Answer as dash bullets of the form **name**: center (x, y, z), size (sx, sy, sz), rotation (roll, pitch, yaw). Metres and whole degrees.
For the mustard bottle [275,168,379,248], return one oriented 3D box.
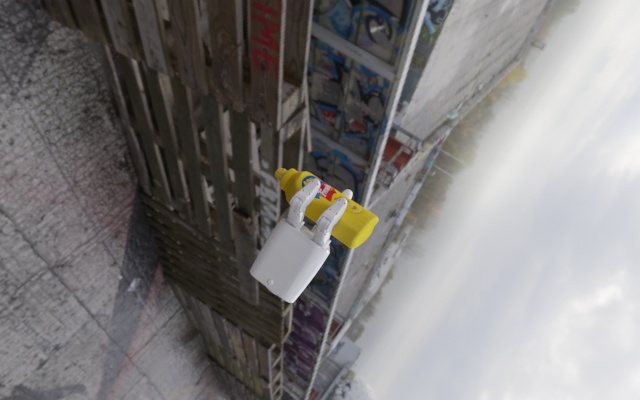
- **mustard bottle**: center (0.001, 0.003, 0.809), size (0.191, 0.058, 0.096), rotation (34, 27, 16)
